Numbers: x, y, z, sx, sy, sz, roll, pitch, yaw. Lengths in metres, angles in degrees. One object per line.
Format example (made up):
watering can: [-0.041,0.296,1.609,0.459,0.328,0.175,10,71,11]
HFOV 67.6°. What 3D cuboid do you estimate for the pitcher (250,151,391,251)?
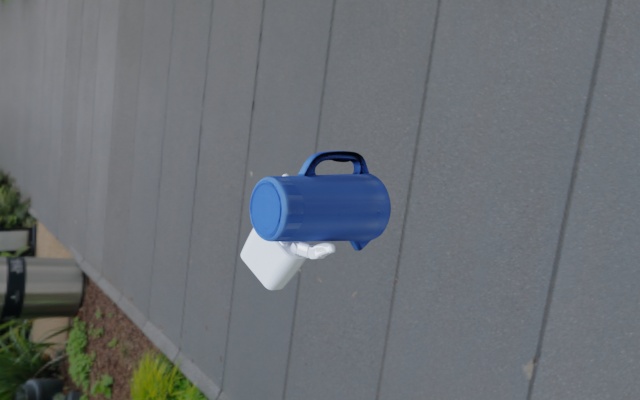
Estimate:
pitcher: [0.000,0.003,0.858,0.243,0.149,0.145,0,-42,-41]
